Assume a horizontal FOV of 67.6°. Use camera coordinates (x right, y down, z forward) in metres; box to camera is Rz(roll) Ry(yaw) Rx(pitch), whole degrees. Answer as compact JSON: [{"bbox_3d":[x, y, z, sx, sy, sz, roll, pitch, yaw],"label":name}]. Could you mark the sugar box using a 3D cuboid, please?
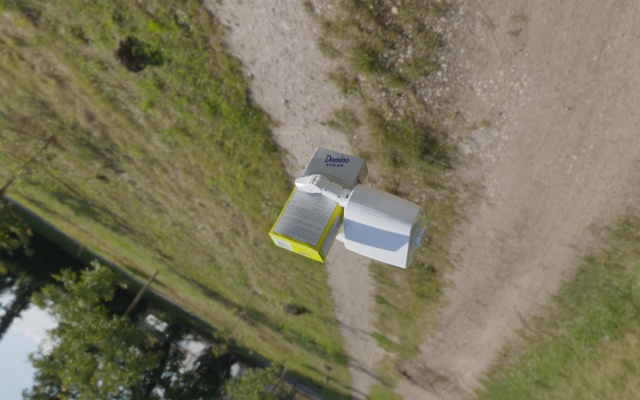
[{"bbox_3d":[0.000,0.003,0.768,0.093,0.176,0.048,18,-26,25],"label":"sugar box"}]
